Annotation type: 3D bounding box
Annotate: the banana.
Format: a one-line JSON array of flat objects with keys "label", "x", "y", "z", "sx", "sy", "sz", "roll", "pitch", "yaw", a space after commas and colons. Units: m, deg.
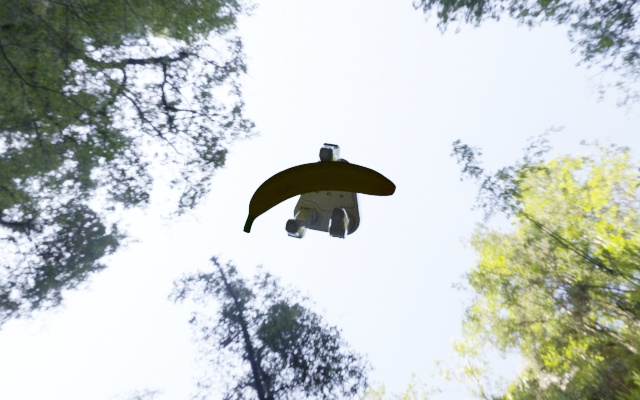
[{"label": "banana", "x": -0.008, "y": -0.015, "z": 0.597, "sx": 0.198, "sy": 0.069, "sz": 0.037, "roll": -16, "pitch": -5, "yaw": 8}]
